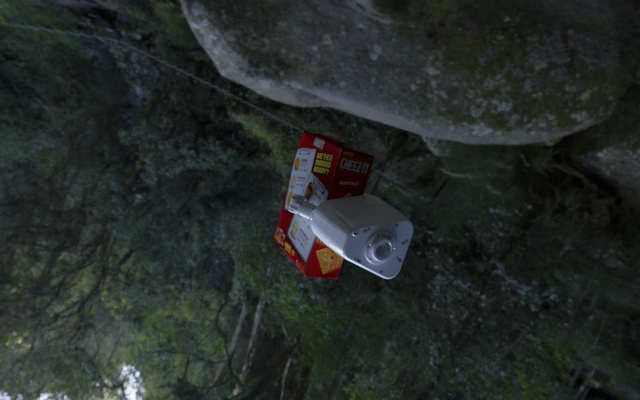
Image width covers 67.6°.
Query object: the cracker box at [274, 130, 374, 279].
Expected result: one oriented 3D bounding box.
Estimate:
[{"bbox_3d":[0.000,0.003,0.819,0.072,0.214,0.164,11,13,-27],"label":"cracker box"}]
